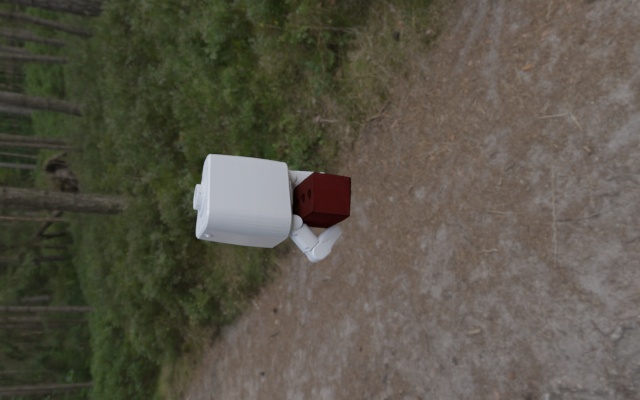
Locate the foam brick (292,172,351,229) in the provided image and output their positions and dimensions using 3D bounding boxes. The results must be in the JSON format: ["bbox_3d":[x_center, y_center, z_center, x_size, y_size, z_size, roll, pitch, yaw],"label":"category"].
[{"bbox_3d":[0.000,0.002,0.617,0.051,0.053,0.078,8,-19,-21],"label":"foam brick"}]
